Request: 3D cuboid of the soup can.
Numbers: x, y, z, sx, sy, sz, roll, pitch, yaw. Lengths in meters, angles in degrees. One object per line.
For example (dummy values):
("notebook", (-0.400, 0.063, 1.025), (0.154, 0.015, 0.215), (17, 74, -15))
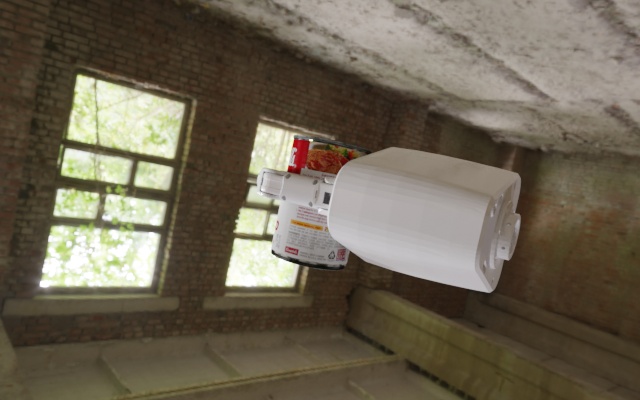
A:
("soup can", (0.000, 0.002, 0.406), (0.068, 0.102, 0.068), (12, 3, -1))
